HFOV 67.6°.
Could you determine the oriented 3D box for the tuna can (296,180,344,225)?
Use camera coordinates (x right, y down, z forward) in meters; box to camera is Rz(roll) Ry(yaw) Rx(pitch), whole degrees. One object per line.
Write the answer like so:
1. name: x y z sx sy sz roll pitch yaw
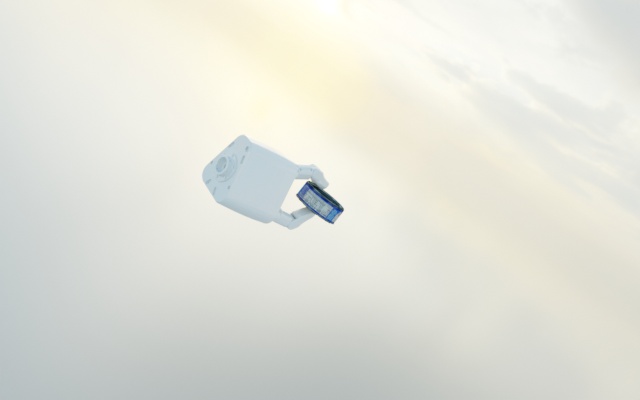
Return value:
1. tuna can: 0.001 0.002 0.838 0.086 0.034 0.086 38 8 -6
